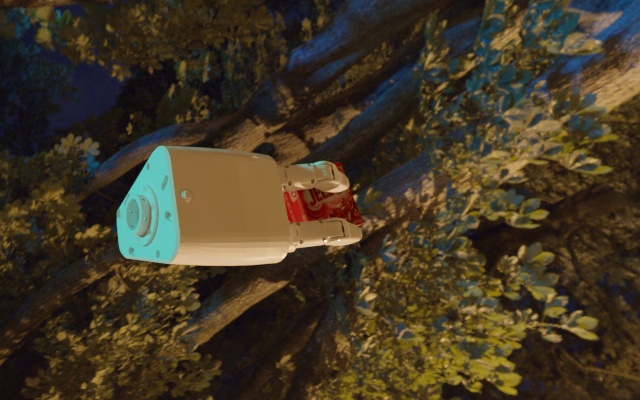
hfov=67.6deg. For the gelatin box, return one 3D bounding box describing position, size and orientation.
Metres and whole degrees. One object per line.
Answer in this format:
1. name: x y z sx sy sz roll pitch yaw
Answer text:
1. gelatin box: 0.000 0.002 0.497 0.030 0.073 0.089 -24 -7 37
